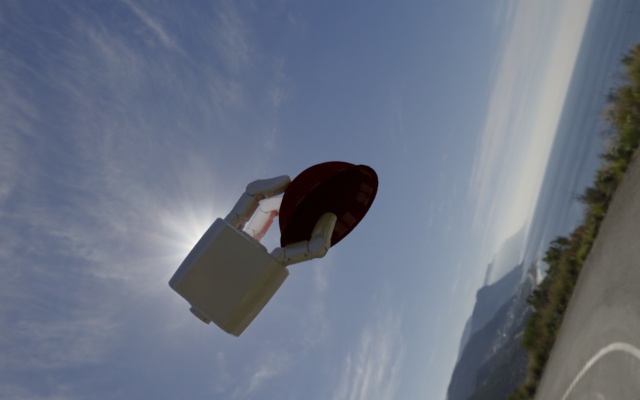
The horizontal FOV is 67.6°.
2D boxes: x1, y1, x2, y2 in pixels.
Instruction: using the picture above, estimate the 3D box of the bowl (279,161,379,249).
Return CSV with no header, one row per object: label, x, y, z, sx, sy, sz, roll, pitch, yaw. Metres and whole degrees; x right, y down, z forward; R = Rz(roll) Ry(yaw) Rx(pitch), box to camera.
bowl,0.001,0.001,0.643,0.162,0.162,0.055,0,40,-50
